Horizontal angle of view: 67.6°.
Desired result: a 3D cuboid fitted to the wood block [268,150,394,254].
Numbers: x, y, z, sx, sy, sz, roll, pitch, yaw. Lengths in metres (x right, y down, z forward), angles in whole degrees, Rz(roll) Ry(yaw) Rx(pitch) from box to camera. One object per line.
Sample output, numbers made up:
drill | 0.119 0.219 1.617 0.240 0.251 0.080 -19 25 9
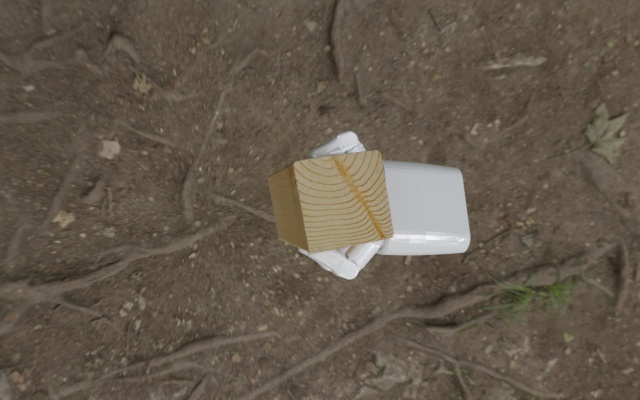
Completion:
wood block | 0.000 0.001 0.557 0.090 0.091 0.206 -10 1 -13
